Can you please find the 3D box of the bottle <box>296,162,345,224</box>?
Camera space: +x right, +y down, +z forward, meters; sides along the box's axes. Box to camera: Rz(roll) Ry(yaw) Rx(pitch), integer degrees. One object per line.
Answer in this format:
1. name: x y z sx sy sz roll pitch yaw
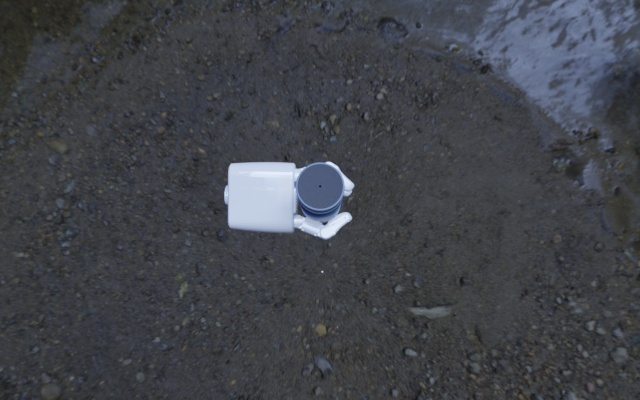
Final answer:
1. bottle: 0.000 0.003 0.787 0.069 0.069 0.296 0 -8 0
